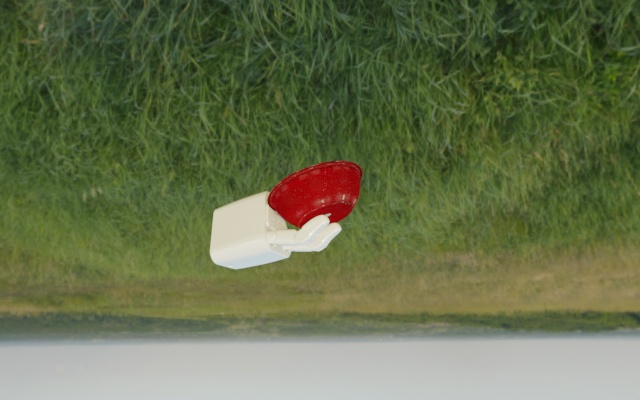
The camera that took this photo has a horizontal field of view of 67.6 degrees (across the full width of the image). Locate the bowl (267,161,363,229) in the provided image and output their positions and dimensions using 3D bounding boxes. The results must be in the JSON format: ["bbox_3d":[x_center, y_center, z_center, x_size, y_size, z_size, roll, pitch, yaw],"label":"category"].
[{"bbox_3d":[0.001,0.002,0.760,0.162,0.055,0.162,-17,-23,-8],"label":"bowl"}]
